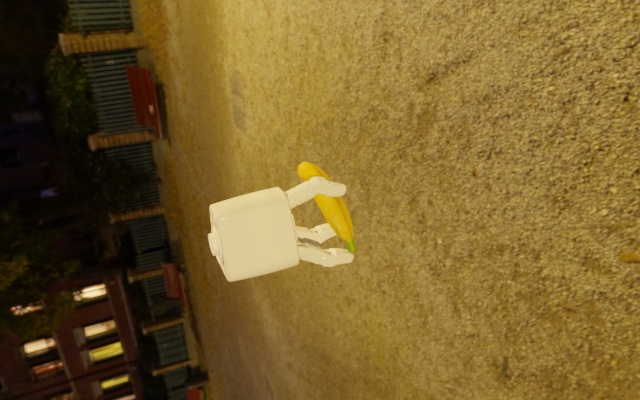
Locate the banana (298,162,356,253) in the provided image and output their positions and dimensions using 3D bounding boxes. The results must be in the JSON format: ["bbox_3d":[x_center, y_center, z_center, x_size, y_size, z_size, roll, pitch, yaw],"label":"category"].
[{"bbox_3d":[0.003,-0.007,0.772,0.037,0.197,0.070,-15,-36,-20],"label":"banana"}]
